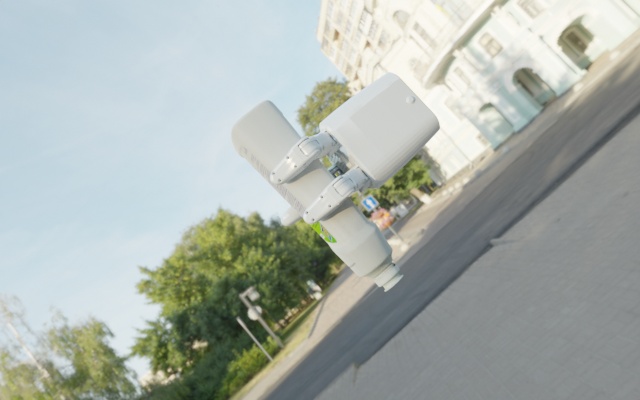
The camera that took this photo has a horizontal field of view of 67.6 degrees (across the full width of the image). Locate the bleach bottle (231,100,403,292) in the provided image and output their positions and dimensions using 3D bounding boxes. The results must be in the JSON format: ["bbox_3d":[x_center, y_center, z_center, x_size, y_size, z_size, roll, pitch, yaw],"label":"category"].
[{"bbox_3d":[0.000,0.002,0.559,0.068,0.251,0.102,-41,-6,-9],"label":"bleach bottle"}]
